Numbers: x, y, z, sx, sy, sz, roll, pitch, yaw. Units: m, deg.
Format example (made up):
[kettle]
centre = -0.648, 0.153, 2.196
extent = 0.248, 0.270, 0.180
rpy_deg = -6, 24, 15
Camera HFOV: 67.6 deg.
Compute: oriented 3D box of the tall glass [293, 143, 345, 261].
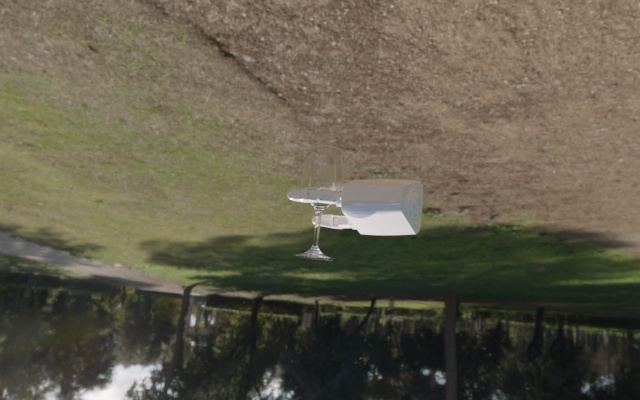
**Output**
[tall glass]
centre = 0.000, 0.003, 0.849
extent = 0.079, 0.201, 0.079
rpy_deg = 6, -10, 1
